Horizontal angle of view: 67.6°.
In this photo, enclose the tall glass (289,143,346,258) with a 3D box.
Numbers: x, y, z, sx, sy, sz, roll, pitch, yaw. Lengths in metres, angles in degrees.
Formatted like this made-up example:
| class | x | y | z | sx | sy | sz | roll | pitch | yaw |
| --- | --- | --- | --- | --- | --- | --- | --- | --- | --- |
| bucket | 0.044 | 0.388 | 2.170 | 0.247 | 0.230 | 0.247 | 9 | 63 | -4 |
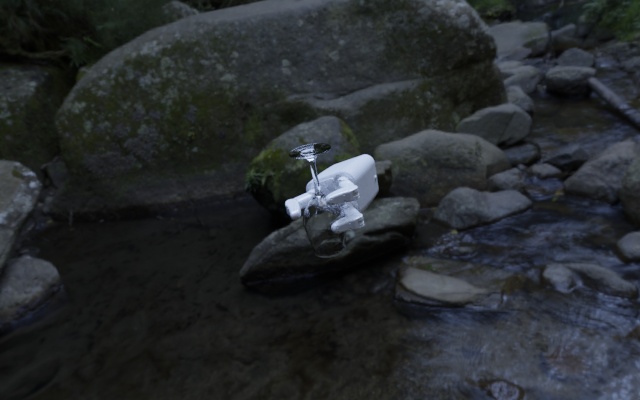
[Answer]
| class | x | y | z | sx | sy | sz | roll | pitch | yaw |
| --- | --- | --- | --- | --- | --- | --- | --- | --- | --- |
| tall glass | 0.000 | 0.002 | 0.863 | 0.079 | 0.201 | 0.079 | -10 | 23 | 4 |
